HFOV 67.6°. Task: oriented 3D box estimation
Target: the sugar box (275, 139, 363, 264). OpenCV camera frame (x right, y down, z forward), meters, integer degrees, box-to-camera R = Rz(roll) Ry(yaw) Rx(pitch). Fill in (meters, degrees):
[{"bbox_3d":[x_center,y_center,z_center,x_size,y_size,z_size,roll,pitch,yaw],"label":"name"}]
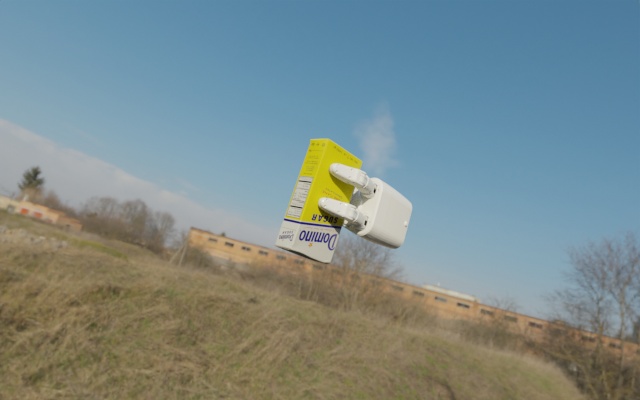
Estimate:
[{"bbox_3d":[0.001,0.002,0.738,0.048,0.176,0.093,5,-15,44],"label":"sugar box"}]
